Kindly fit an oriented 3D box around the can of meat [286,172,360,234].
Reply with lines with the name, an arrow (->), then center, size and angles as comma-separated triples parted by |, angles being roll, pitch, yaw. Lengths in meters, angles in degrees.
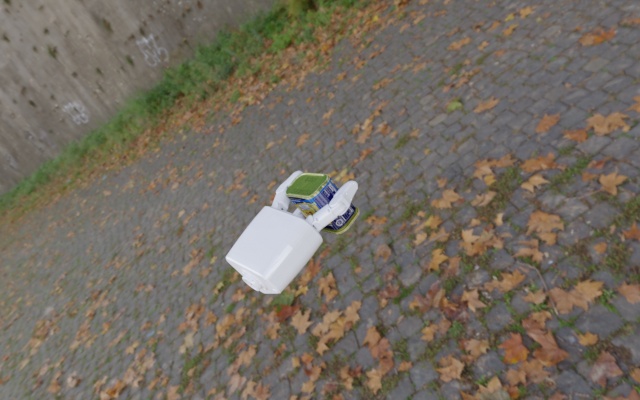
can of meat -> 0.000, 0.002, 0.773 | 0.084, 0.057, 0.102 | 49, -21, -26
